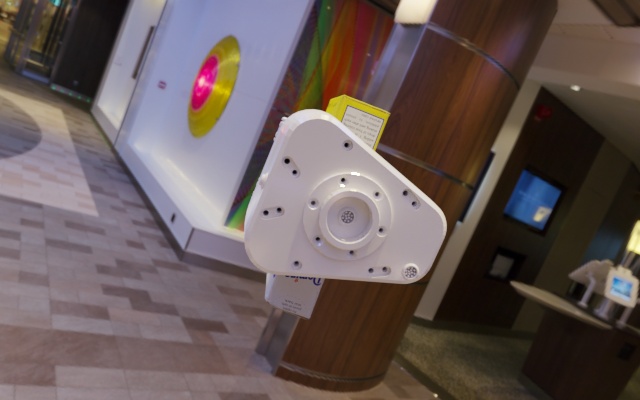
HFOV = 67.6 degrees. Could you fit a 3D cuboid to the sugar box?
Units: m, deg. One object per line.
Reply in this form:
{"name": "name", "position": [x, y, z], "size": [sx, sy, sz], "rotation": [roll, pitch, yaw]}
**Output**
{"name": "sugar box", "position": [0.000, 0.001, 0.411], "size": [0.048, 0.176, 0.093], "rotation": [22, 7, -8]}
